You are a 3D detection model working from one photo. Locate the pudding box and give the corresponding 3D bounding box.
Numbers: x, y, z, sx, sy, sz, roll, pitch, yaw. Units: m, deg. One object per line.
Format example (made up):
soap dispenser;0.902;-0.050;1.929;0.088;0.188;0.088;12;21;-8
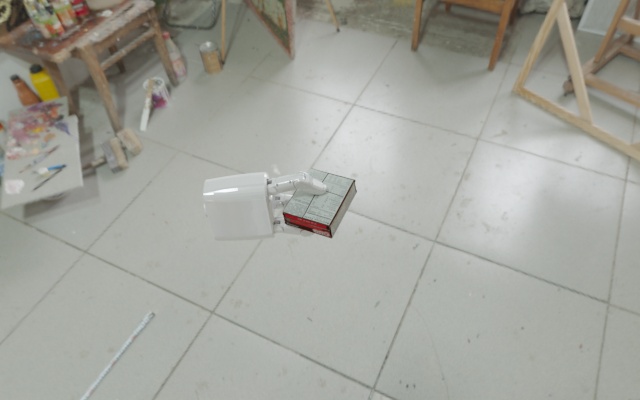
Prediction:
pudding box;0.000;0.003;0.815;0.090;0.113;0.039;17;-34;20
